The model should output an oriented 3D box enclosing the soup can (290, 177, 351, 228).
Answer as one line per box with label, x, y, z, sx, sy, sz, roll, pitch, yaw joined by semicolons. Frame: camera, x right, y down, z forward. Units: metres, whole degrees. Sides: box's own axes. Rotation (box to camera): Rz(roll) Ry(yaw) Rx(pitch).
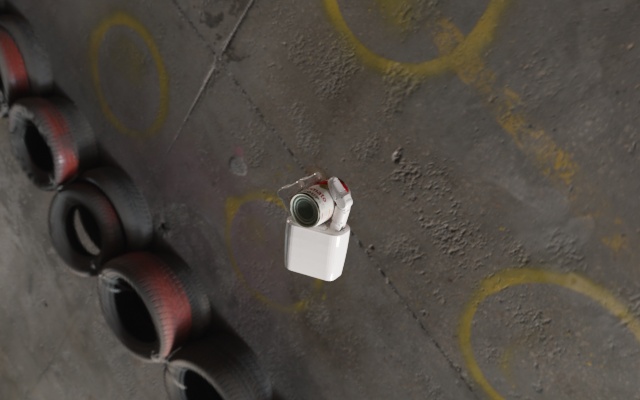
soup can;0.000;0.003;0.872;0.068;0.068;0.102;0;18;37
